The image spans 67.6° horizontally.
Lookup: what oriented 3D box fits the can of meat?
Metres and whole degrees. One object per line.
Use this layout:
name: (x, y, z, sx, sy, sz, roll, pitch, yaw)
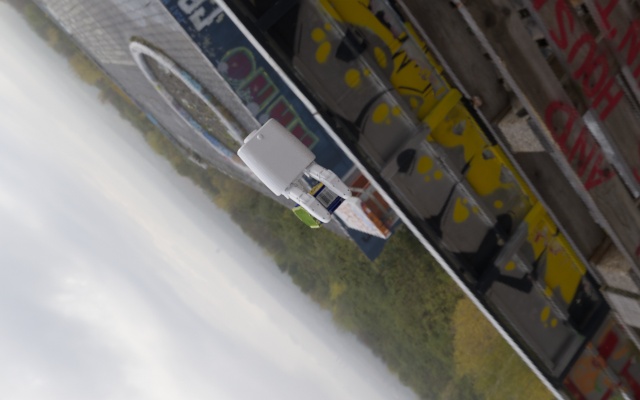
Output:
can of meat: (0.000, 0.003, 0.871, 0.057, 0.084, 0.102, 45, -13, -7)
